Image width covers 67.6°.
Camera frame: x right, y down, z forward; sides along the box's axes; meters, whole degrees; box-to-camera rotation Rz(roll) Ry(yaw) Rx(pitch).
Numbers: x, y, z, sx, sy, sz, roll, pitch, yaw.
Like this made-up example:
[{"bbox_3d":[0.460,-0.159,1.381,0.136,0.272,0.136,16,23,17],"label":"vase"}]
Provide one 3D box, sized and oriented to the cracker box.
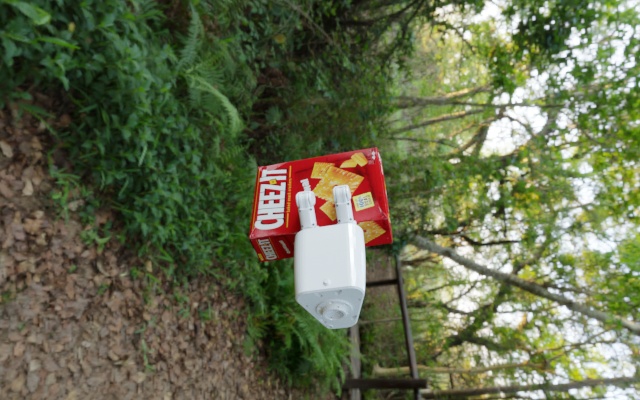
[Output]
[{"bbox_3d":[0.000,0.003,0.776,0.214,0.164,0.072,-8,-44,9],"label":"cracker box"}]
